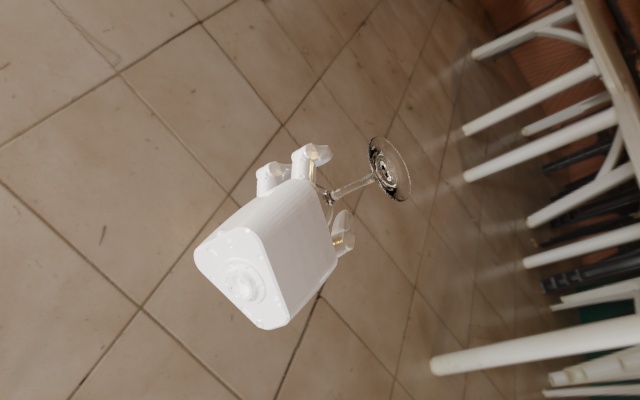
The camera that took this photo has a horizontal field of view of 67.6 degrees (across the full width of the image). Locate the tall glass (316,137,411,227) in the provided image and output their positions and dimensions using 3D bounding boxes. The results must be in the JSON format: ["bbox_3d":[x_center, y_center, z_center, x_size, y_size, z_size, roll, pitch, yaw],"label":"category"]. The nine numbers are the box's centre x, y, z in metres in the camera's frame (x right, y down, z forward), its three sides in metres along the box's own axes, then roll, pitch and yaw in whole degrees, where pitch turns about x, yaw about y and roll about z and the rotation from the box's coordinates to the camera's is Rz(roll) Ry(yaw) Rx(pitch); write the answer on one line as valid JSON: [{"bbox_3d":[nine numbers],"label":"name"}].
[{"bbox_3d":[0.001,0.002,0.558,0.201,0.079,0.079,-26,-16,36],"label":"tall glass"}]
